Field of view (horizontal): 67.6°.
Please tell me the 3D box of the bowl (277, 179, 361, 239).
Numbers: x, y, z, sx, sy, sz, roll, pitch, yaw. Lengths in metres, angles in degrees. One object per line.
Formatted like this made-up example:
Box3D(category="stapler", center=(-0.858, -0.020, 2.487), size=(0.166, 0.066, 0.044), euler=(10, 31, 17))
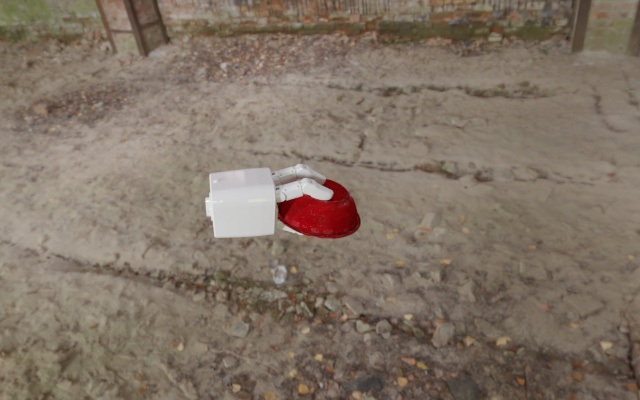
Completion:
Box3D(category="bowl", center=(0.001, 0.002, 0.869), size=(0.162, 0.055, 0.162), euler=(9, 28, -5))
